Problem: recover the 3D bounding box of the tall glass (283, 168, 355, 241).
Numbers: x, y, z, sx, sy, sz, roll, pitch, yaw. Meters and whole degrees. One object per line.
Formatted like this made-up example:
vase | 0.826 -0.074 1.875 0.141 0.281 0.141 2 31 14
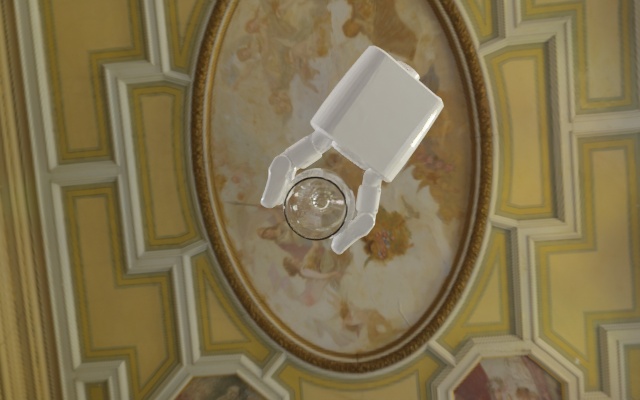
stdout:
tall glass | 0.000 0.002 0.554 0.079 0.079 0.201 0 4 3
